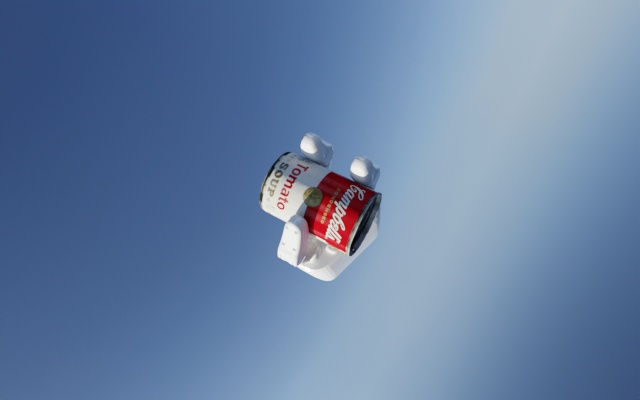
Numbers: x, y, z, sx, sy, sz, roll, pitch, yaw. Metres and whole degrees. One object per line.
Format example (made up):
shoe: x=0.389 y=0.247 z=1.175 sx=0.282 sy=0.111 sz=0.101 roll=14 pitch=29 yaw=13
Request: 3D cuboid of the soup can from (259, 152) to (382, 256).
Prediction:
soup can: x=0.000 y=0.001 z=0.470 sx=0.102 sy=0.068 sz=0.068 roll=27 pitch=8 yaw=15
